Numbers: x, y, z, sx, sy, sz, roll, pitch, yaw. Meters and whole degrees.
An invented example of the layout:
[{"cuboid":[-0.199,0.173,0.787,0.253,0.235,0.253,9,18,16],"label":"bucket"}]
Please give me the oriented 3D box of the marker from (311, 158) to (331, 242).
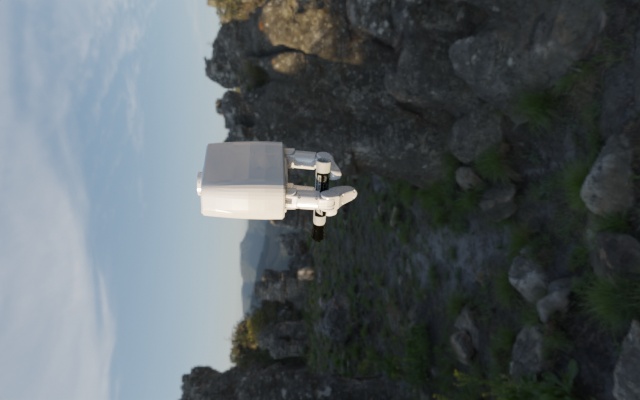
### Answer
[{"cuboid":[0.000,0.002,0.640,0.020,0.121,0.020,3,27,-2],"label":"marker"}]
